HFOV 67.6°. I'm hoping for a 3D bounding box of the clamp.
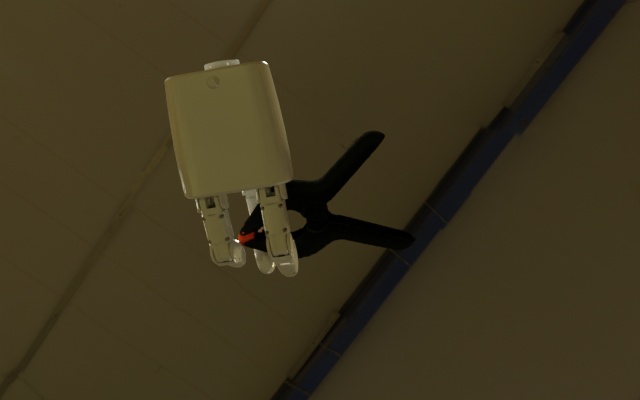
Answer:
[{"bbox_3d":[0.000,0.002,0.464,0.171,0.120,0.039,-9,10,4],"label":"clamp"}]
